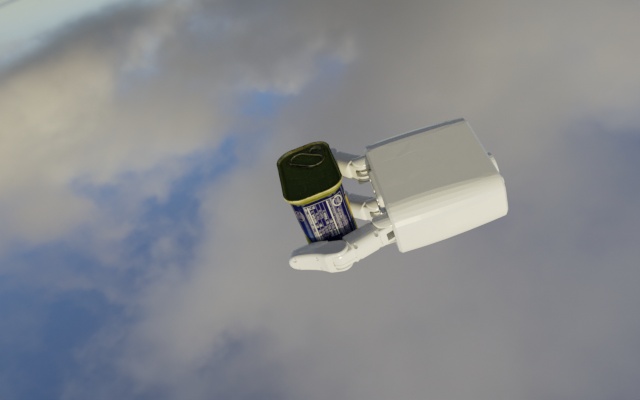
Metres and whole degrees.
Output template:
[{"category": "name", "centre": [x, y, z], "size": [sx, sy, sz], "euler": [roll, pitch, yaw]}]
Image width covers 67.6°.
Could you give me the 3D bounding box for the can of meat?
[{"category": "can of meat", "centre": [0.000, 0.002, 0.482], "size": [0.057, 0.084, 0.102], "euler": [-21, 33, 1]}]
